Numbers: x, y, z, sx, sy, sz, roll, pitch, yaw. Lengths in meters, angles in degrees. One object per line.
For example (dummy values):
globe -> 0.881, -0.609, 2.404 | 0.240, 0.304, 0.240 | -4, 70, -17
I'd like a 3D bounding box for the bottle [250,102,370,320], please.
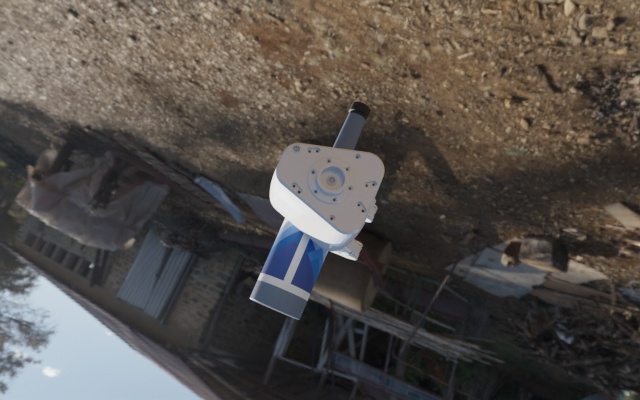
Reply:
bottle -> 0.000, 0.002, 0.619 | 0.069, 0.295, 0.069 | 22, -15, 6
